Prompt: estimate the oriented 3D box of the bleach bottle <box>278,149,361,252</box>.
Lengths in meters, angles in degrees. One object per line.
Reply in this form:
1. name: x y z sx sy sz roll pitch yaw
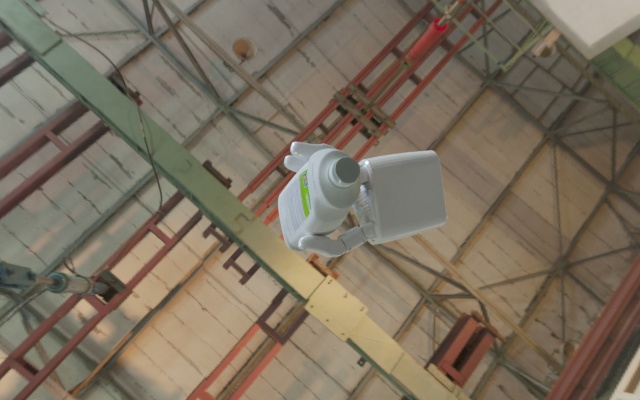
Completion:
1. bleach bottle: 0.000 0.002 0.615 0.068 0.102 0.251 -11 -9 -16
